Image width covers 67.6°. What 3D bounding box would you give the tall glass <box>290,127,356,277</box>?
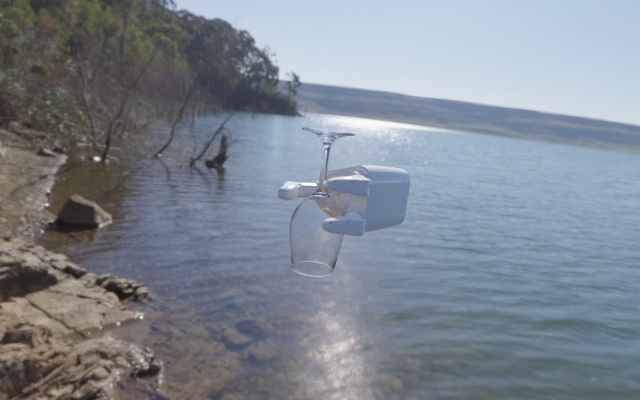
[{"bbox_3d":[0.000,0.002,0.670,0.079,0.201,0.079,7,10,-1],"label":"tall glass"}]
